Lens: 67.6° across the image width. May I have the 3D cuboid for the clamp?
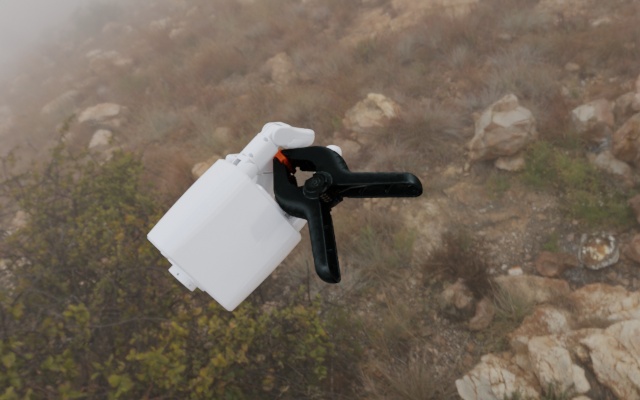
[{"bbox_3d":[0.000,0.001,0.457,0.171,0.120,0.039,26,-22,45],"label":"clamp"}]
